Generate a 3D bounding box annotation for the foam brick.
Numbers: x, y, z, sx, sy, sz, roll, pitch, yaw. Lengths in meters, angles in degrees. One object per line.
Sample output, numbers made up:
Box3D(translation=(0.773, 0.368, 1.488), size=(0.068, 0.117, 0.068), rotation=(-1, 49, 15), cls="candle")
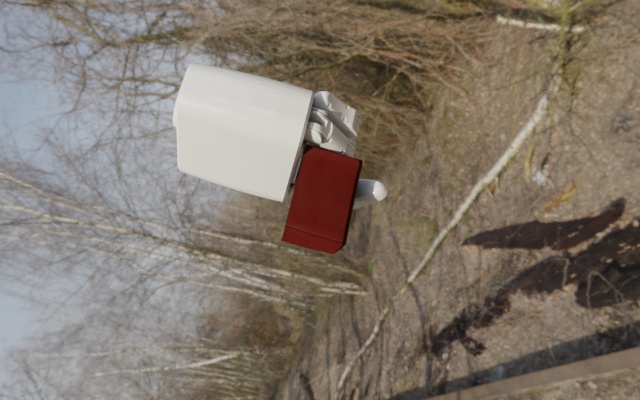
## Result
Box3D(translation=(0.000, 0.002, 0.419), size=(0.051, 0.078, 0.053), rotation=(15, -19, -6), cls="foam brick")
